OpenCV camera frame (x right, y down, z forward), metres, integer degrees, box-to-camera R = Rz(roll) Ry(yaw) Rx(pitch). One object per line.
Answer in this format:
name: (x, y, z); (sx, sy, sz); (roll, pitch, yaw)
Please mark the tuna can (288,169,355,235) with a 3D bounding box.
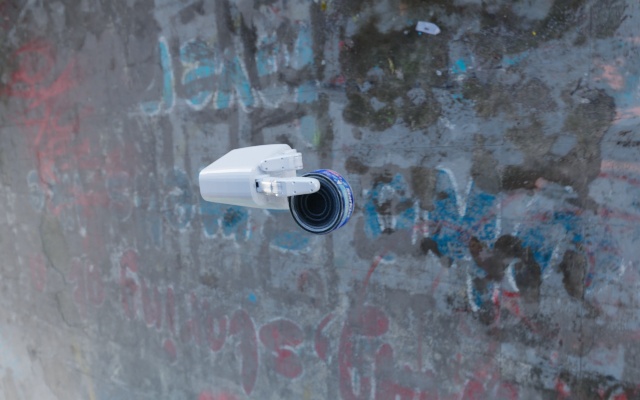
tuna can: (0.000, 0.002, 0.638); (0.086, 0.086, 0.033); (0, 9, 29)
